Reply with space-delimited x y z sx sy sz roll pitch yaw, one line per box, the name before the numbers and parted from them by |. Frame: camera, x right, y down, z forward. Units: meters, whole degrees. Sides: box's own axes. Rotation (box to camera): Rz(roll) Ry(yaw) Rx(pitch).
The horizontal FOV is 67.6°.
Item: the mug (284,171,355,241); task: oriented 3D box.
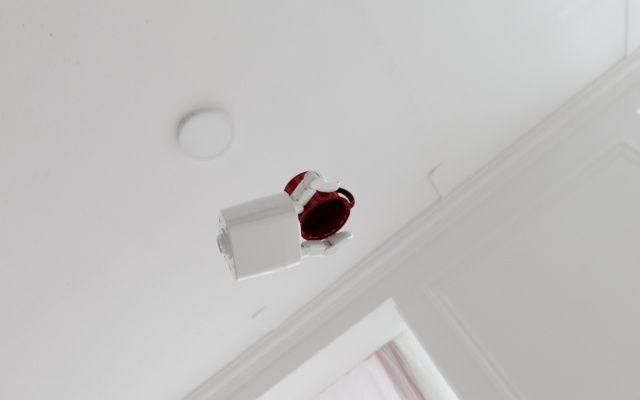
mug | 0.001 0.002 0.780 0.117 0.093 0.081 -15 45 -23
